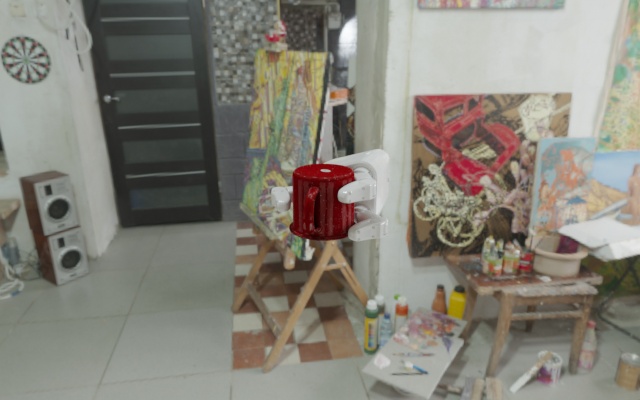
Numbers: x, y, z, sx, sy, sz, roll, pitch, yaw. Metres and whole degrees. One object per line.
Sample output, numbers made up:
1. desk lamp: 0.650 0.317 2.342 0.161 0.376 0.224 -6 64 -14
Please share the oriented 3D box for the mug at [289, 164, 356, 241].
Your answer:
1. mug: 0.000 0.002 0.620 0.093 0.081 0.117 6 19 18
